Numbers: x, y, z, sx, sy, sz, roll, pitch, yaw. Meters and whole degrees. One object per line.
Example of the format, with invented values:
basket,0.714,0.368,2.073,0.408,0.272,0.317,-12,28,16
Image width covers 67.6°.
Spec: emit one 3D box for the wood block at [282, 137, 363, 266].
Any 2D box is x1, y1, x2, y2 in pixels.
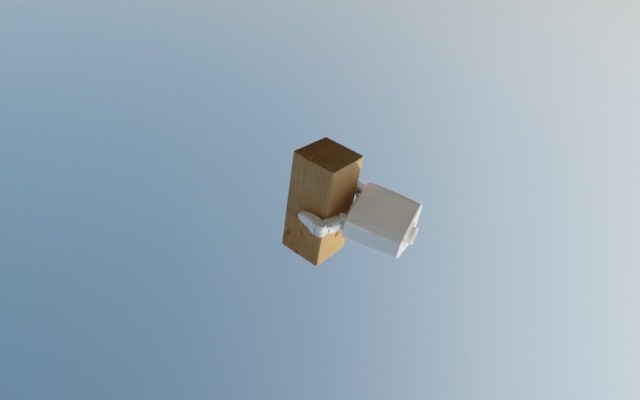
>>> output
wood block,0.000,0.003,0.872,0.090,0.206,0.090,31,40,27
